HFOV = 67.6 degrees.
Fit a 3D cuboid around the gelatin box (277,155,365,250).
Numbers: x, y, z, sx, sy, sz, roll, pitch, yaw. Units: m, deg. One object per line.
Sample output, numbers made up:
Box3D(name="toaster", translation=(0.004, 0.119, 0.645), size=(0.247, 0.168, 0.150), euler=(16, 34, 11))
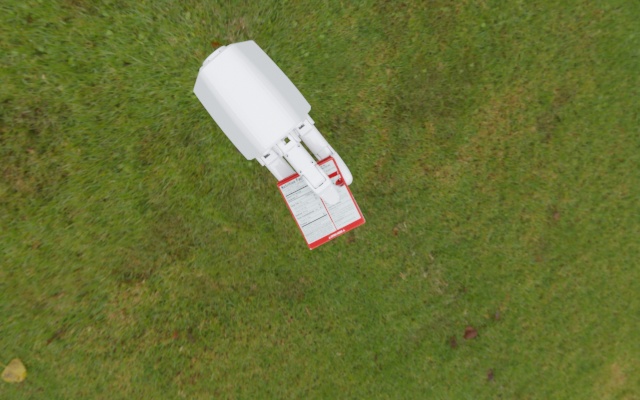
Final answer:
Box3D(name="gelatin box", translation=(0.000, 0.002, 0.562), size=(0.073, 0.089, 0.030), euler=(-27, 8, -1))
